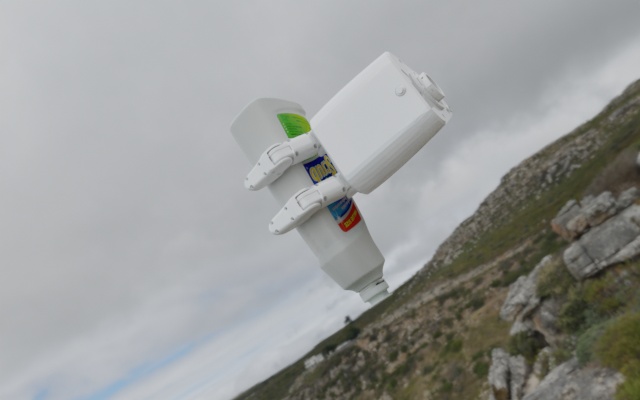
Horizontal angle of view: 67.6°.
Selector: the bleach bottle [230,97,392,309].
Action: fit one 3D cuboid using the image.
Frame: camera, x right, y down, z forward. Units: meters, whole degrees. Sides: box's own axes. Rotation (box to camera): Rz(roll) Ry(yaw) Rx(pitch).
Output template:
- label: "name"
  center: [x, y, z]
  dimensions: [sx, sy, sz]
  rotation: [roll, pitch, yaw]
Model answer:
- label: "bleach bottle"
  center: [0.000, 0.002, 0.526]
  dimensions: [0.068, 0.250, 0.102]
  rotation: [-41, -18, 26]
